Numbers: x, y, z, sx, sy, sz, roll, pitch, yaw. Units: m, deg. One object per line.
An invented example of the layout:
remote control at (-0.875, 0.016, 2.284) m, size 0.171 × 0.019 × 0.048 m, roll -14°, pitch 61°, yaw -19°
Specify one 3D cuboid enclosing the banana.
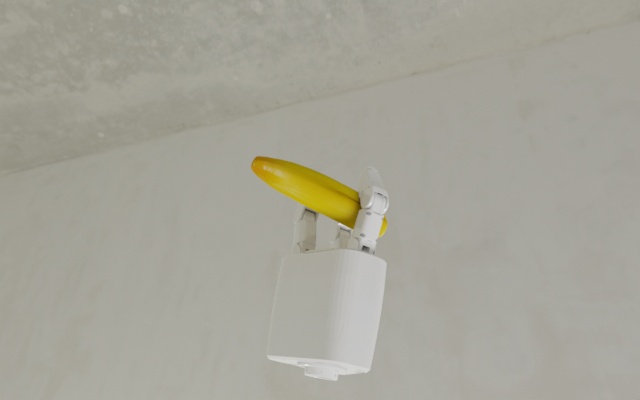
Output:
banana at (0.015, 0.004, 0.506) m, size 0.069 × 0.037 × 0.198 m, roll 5°, pitch -18°, yaw 45°
